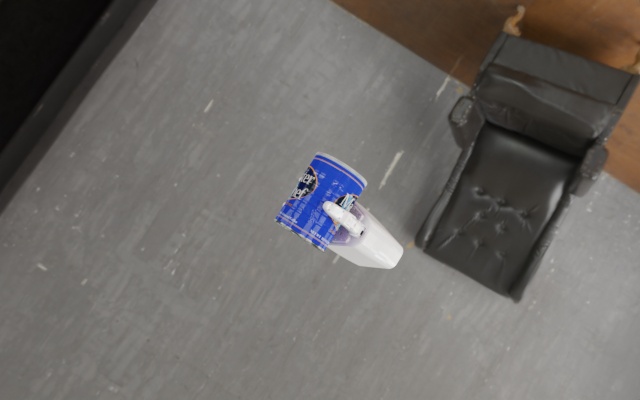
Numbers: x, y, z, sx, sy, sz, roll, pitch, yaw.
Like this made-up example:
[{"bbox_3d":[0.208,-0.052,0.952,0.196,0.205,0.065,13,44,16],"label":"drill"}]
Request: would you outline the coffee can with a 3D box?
[{"bbox_3d":[0.000,0.002,0.817,0.103,0.140,0.103,32,-6,4],"label":"coffee can"}]
